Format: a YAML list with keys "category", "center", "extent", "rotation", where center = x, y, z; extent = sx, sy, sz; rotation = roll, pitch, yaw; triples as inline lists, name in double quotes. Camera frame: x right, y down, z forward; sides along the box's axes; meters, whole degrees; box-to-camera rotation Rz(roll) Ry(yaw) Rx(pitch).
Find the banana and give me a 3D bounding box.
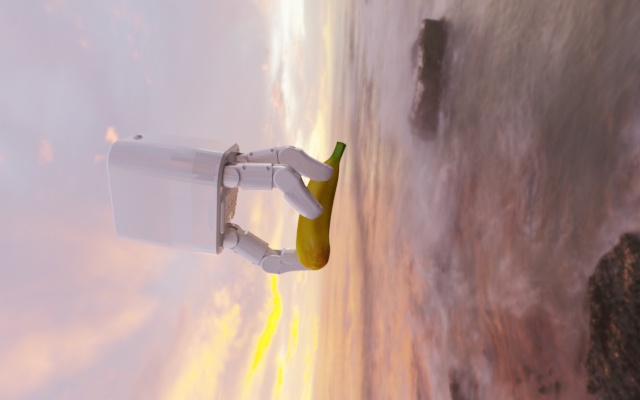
- category: "banana"
  center: [-0.003, 0.013, 0.508]
  extent: [0.037, 0.070, 0.197]
  rotation: [13, 40, -3]
